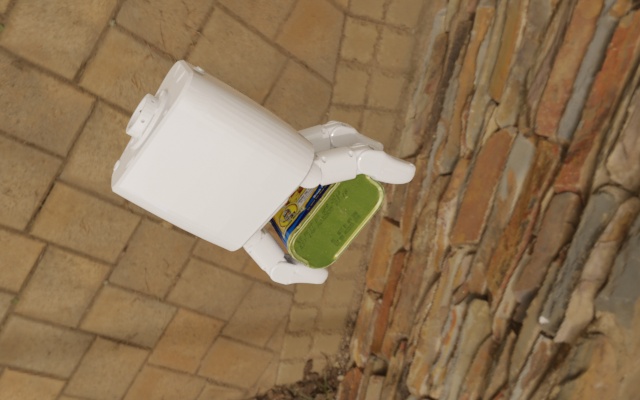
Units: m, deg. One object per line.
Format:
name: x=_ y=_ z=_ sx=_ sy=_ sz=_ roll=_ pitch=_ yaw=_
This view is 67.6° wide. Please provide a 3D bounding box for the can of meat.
can of meat: x=0.000 y=0.002 z=0.435 sx=0.057 sy=0.102 sz=0.084 roll=35 pitch=7 yaw=-31
